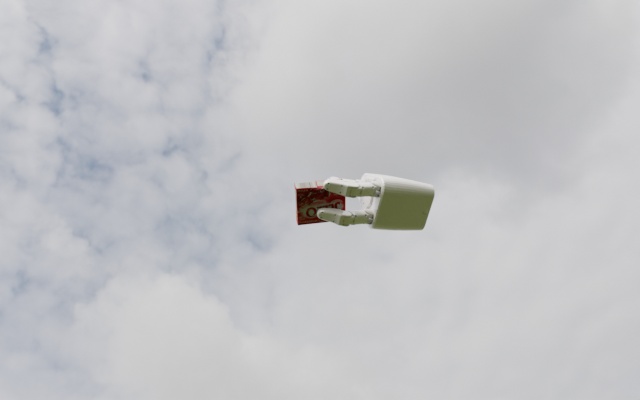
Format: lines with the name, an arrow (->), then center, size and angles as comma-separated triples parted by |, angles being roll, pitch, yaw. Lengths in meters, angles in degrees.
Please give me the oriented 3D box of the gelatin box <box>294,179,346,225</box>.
gelatin box -> 0.000, 0.003, 0.846 | 0.089, 0.073, 0.030 | -5, 27, -7
